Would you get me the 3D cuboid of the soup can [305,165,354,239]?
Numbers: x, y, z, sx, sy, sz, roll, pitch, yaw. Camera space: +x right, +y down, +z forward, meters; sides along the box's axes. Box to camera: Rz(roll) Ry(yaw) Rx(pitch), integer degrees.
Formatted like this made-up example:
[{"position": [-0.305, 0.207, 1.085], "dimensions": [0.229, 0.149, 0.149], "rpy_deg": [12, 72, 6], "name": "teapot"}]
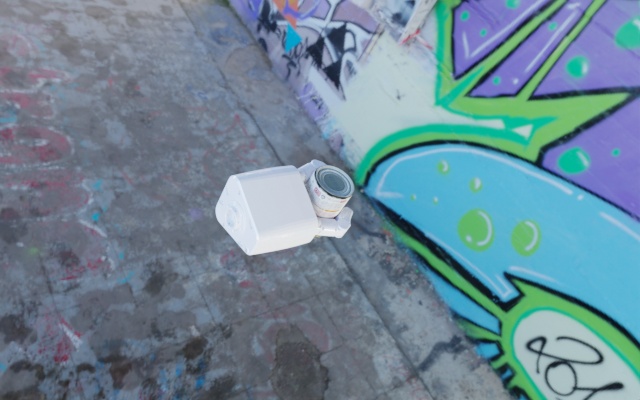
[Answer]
[{"position": [0.001, 0.002, 0.744], "dimensions": [0.068, 0.068, 0.102], "rpy_deg": [0, -40, -34], "name": "soup can"}]
